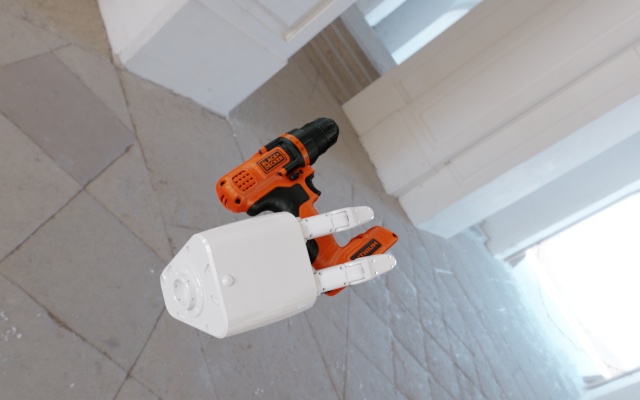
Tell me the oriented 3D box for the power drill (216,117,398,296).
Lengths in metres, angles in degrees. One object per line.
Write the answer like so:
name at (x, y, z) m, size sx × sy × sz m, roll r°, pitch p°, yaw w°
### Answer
power drill at (0.000, 0.002, 0.561) m, size 0.184 × 0.187 × 0.057 m, roll -38°, pitch -10°, yaw -30°
